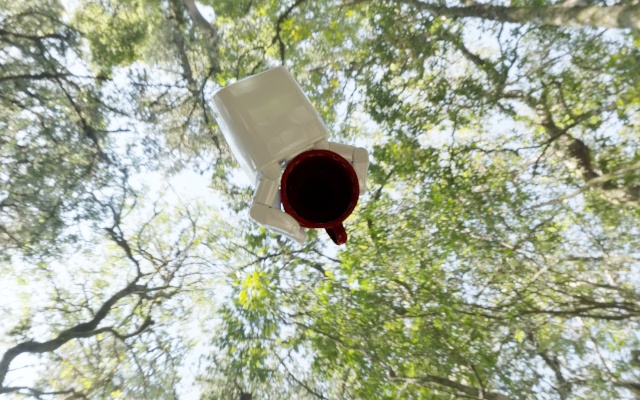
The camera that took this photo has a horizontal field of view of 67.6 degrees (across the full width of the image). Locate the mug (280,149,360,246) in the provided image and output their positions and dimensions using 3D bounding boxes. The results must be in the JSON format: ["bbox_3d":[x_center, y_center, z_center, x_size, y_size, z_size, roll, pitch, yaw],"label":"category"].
[{"bbox_3d":[0.001,0.003,0.587,0.093,0.117,0.081,-30,-3,-11],"label":"mug"}]
